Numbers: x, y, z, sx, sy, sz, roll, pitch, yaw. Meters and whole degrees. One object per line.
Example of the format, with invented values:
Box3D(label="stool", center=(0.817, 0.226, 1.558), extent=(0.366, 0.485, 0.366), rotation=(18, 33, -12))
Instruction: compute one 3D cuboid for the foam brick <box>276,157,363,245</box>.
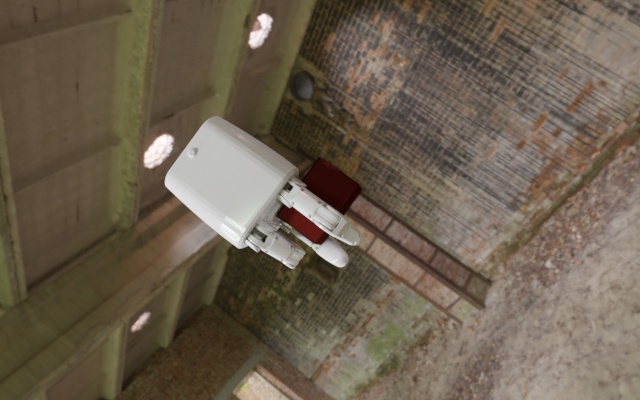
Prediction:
Box3D(label="foam brick", center=(0.000, 0.001, 0.503), extent=(0.051, 0.078, 0.053), rotation=(36, -1, 10))
